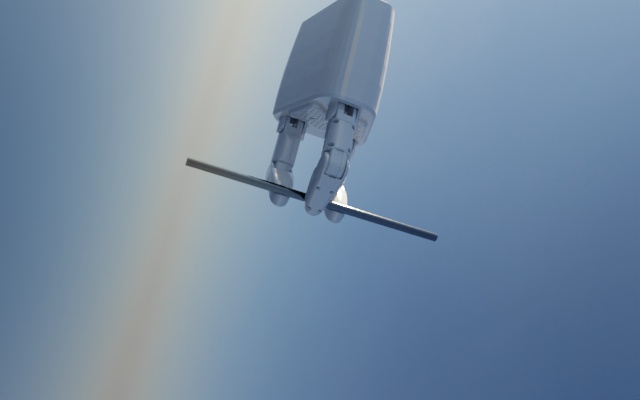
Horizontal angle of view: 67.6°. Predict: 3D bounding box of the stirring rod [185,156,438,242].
[{"bbox_3d":[0.000,0.001,0.427,0.239,0.011,0.011,17,-5,-16],"label":"stirring rod"}]
